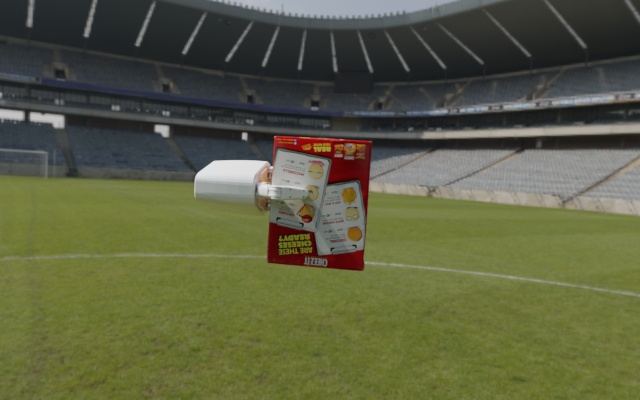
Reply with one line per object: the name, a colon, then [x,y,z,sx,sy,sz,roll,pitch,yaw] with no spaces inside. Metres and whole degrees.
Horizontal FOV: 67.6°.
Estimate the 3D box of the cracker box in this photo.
cracker box: [0.000,0.002,0.812,0.164,0.214,0.072,4,4,8]
